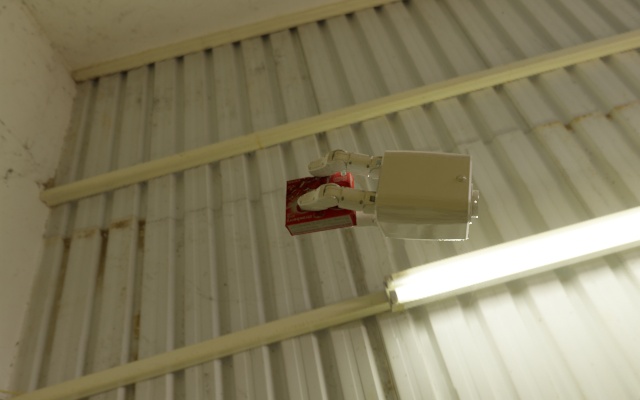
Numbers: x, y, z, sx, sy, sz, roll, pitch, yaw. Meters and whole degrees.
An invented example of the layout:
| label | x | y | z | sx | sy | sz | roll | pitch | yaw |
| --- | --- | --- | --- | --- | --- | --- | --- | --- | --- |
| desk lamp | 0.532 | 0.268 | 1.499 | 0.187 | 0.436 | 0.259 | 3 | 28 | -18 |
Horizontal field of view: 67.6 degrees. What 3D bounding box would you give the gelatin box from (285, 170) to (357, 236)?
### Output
| label | x | y | z | sx | sy | sz | roll | pitch | yaw |
| --- | --- | --- | --- | --- | --- | --- | --- | --- | --- |
| gelatin box | 0.000 | 0.002 | 0.617 | 0.089 | 0.073 | 0.030 | -10 | -38 | 12 |
